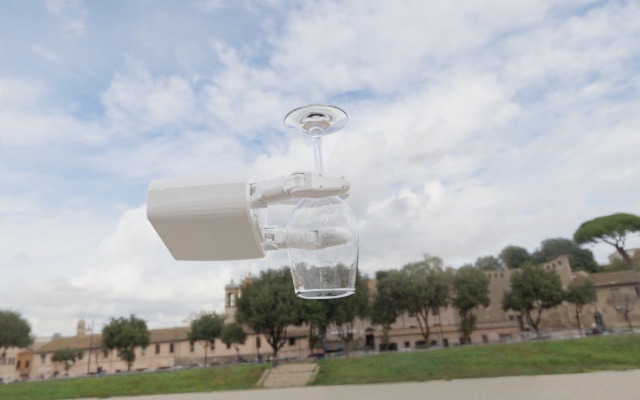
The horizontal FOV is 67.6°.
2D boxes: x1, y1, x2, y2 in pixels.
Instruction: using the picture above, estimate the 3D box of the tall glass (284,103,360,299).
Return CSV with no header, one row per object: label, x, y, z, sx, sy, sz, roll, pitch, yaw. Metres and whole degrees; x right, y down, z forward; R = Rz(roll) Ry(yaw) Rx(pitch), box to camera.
tall glass,0.000,0.001,0.516,0.079,0.201,0.079,-3,-19,-1
